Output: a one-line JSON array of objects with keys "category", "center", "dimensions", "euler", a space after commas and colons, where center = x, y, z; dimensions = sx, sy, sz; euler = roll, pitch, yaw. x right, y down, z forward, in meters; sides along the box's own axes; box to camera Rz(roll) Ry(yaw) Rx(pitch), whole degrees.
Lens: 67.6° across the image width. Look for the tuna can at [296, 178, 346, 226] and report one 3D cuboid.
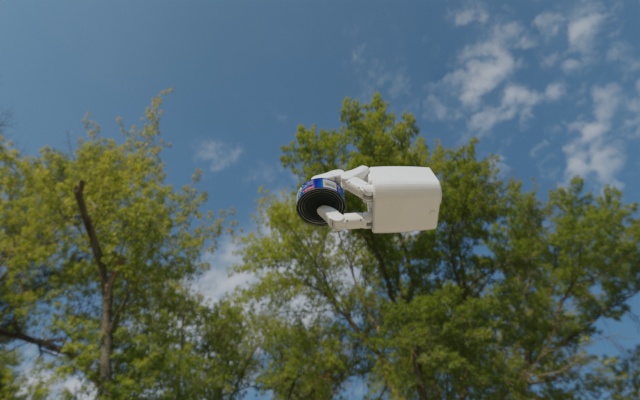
[{"category": "tuna can", "center": [0.000, 0.002, 0.834], "dimensions": [0.086, 0.086, 0.033], "euler": [0, 39, -3]}]
